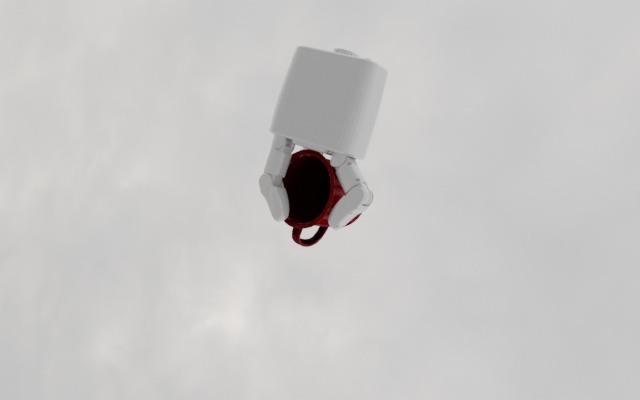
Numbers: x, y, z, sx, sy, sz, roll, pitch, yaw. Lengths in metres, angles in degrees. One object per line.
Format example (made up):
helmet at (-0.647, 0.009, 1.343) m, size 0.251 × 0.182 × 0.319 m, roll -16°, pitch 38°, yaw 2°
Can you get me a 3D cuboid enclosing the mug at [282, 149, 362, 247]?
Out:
mug at (0.000, 0.003, 0.584) m, size 0.093 × 0.117 × 0.081 m, roll 22°, pitch 8°, yaw 38°
